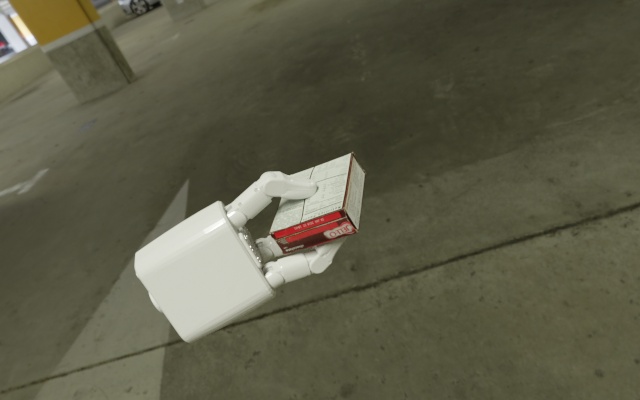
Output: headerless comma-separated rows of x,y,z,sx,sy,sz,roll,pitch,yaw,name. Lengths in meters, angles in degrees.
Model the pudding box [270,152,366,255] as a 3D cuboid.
0.000,0.002,0.528,0.090,0.039,0.113,-18,33,22,pudding box
